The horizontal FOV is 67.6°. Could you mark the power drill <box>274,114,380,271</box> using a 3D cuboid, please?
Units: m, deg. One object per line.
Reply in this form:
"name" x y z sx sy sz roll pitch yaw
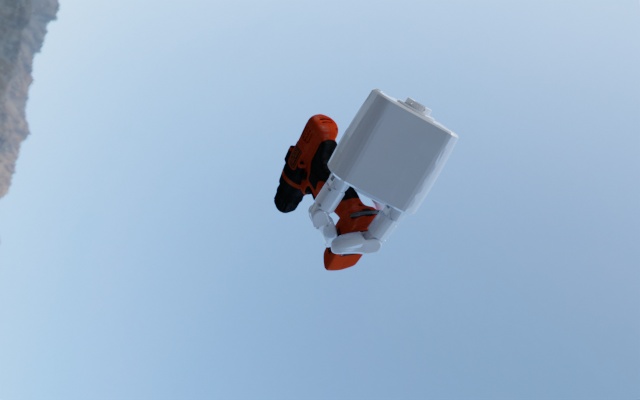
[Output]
"power drill" 0.000 0.002 0.670 0.057 0.187 0.184 -7 -38 -33
